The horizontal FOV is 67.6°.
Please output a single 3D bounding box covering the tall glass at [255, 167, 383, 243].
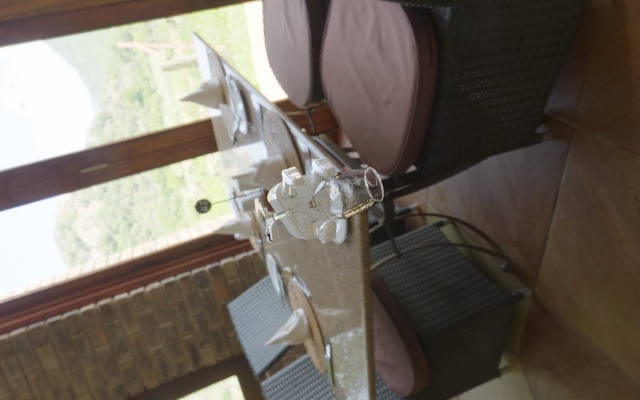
[{"bbox_3d":[0.000,0.003,0.777,0.201,0.079,0.079,-18,5,-17],"label":"tall glass"}]
